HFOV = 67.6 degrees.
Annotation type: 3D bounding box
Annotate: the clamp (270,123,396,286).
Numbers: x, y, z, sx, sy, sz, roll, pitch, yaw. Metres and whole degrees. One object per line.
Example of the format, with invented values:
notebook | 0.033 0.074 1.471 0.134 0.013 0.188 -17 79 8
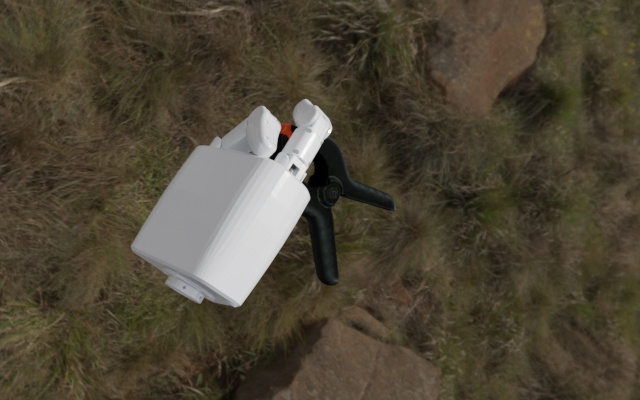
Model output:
clamp | 0.000 0.001 0.467 0.171 0.120 0.039 43 -24 -31
